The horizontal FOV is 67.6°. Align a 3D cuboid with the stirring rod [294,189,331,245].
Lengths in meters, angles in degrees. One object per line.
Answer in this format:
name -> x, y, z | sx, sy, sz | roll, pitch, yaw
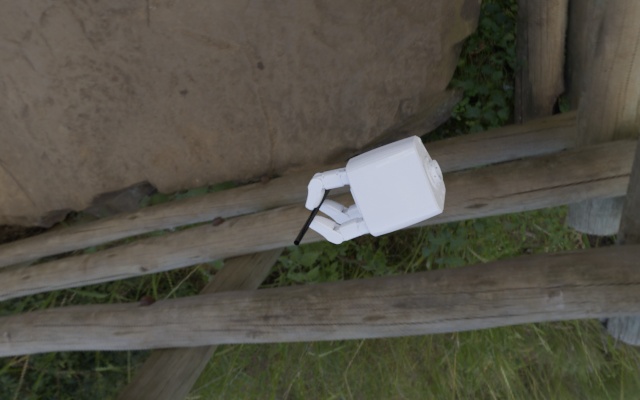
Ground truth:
stirring rod -> 0.000, 0.002, 0.750 | 0.011, 0.011, 0.239 | 0, 27, 18
